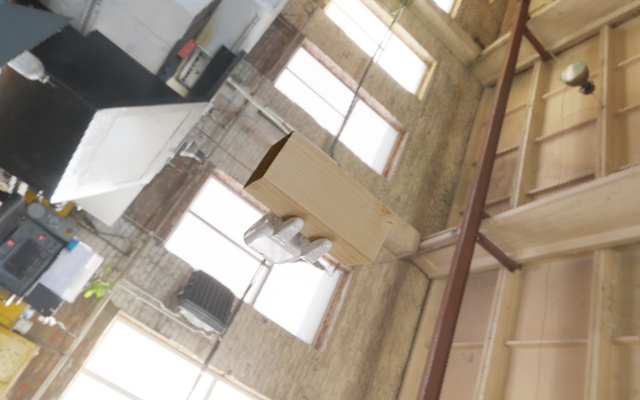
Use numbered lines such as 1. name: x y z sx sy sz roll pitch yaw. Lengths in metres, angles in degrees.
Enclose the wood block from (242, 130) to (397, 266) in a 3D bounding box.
1. wood block: 0.000 0.002 0.722 0.206 0.090 0.090 38 -25 -17
